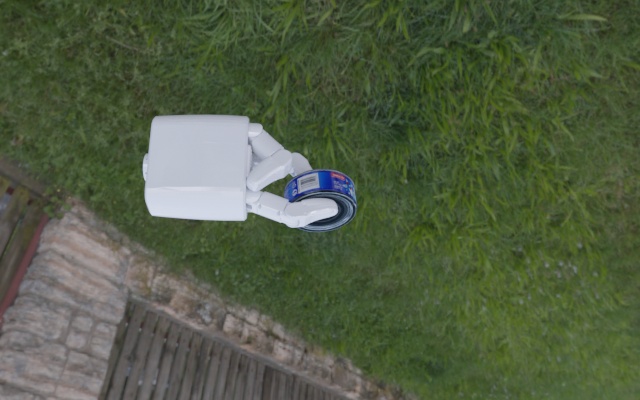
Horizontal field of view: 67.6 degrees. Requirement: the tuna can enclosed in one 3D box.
[{"bbox_3d":[0.000,0.002,0.568,0.086,0.033,0.086,-4,-36,-3],"label":"tuna can"}]
